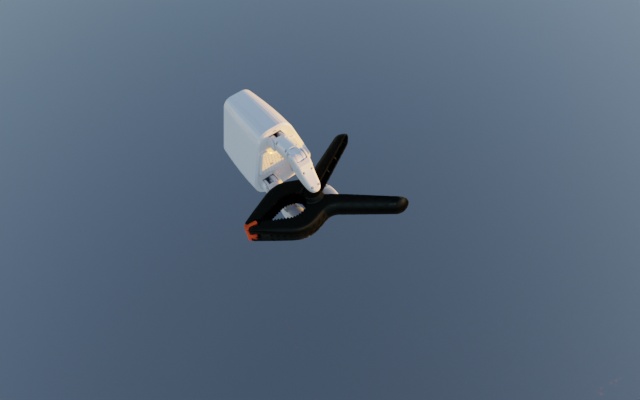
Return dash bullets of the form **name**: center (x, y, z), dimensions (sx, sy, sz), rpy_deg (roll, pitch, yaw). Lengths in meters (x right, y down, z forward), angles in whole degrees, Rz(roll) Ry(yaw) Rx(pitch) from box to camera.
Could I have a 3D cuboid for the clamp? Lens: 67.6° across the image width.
- **clamp**: center (-0.001, 0.002, 0.641), dimensions (0.210, 0.036, 0.164), rpy_deg (-33, 53, -17)
